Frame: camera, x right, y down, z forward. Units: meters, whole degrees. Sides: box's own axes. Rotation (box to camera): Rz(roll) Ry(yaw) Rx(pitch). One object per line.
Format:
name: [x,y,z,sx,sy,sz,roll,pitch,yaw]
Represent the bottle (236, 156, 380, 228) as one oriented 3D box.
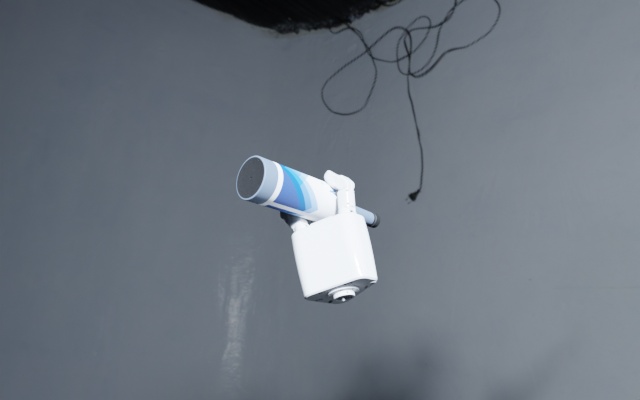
bottle: [0.000,0.002,0.784,0.069,0.069,0.296,0,-14,45]
